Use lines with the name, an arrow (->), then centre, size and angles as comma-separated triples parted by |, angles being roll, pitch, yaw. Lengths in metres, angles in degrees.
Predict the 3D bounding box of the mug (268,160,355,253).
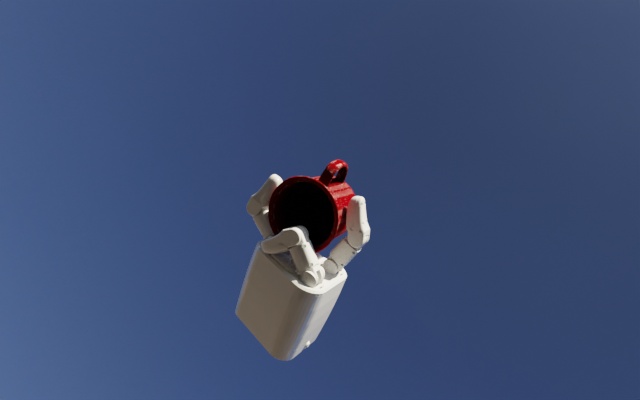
mug -> 0.001, 0.001, 0.588 | 0.093, 0.117, 0.081 | 31, 20, 18
